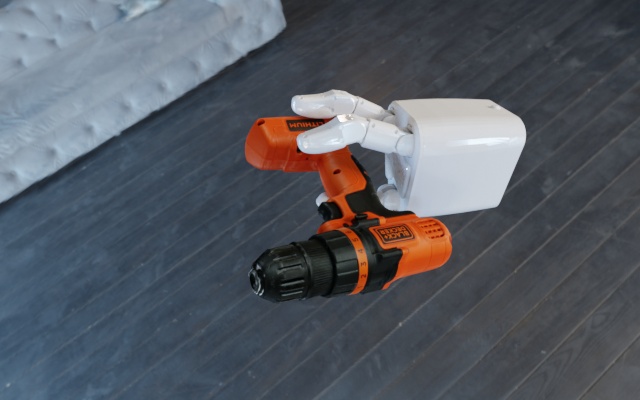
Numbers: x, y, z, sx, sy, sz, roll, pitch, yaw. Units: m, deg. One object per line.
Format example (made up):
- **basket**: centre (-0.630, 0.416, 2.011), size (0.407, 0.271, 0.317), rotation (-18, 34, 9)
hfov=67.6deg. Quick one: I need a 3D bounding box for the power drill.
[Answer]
- **power drill**: centre (0.000, 0.001, 0.422), size (0.184, 0.057, 0.187), rotation (-6, 48, -33)
